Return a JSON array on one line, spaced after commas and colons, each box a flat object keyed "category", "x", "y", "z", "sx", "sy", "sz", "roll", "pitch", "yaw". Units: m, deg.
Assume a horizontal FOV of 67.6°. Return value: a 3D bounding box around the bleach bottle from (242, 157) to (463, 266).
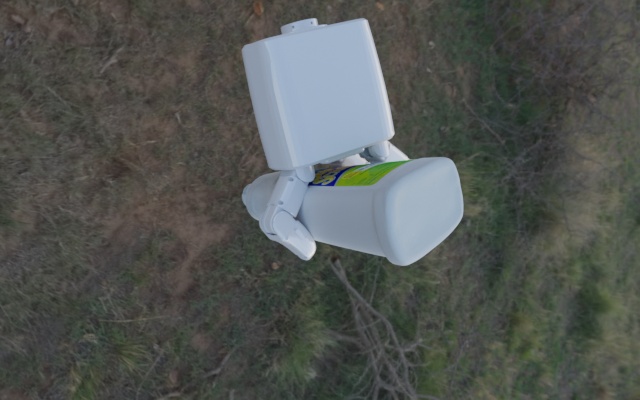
[{"category": "bleach bottle", "x": 0.000, "y": 0.001, "z": 0.455, "sx": 0.102, "sy": 0.068, "sz": 0.251, "roll": -27, "pitch": 20, "yaw": -39}]
